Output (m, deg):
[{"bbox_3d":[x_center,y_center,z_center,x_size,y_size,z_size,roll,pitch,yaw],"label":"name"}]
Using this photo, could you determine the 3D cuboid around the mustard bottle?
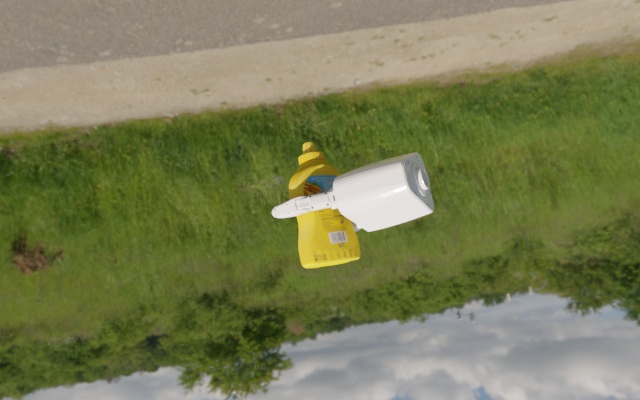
[{"bbox_3d":[0.000,0.003,0.727,0.096,0.191,0.058,-3,-14,-36],"label":"mustard bottle"}]
